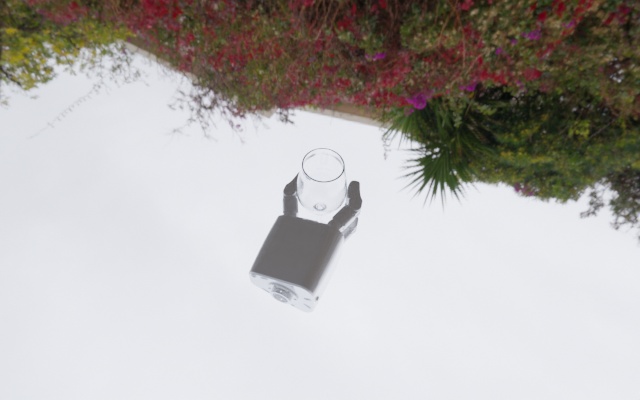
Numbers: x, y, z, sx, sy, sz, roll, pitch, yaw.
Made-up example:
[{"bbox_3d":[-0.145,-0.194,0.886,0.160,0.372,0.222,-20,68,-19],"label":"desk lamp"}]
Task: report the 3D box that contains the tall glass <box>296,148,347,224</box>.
[{"bbox_3d":[0.000,0.003,0.765,0.079,0.079,0.201,0,-33,-3],"label":"tall glass"}]
